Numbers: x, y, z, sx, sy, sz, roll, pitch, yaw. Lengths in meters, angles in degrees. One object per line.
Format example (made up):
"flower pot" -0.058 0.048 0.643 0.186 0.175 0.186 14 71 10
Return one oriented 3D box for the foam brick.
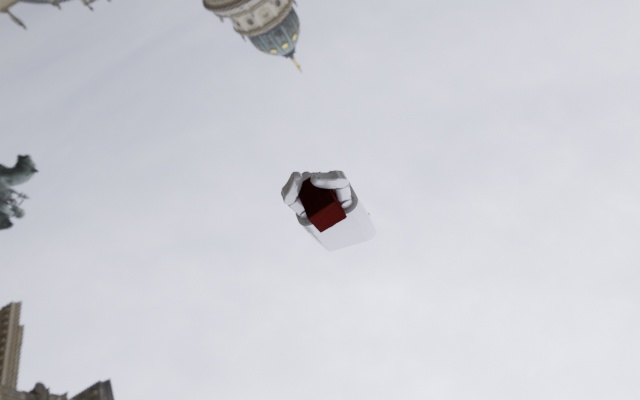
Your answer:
"foam brick" 0.000 0.003 0.780 0.053 0.078 0.051 -30 -43 7
